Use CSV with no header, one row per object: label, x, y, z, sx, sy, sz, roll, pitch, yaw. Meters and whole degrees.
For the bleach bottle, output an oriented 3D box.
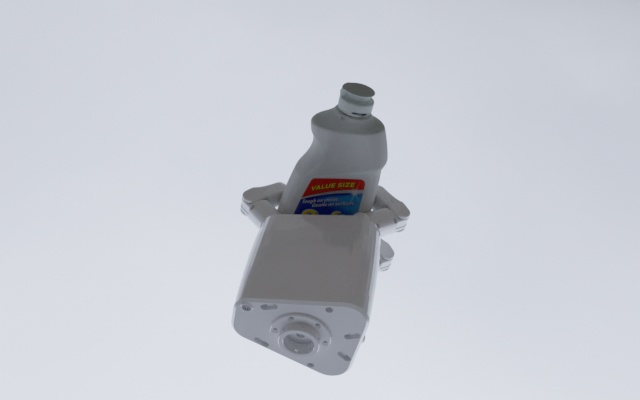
bleach bottle,0.000,0.002,0.480,0.102,0.251,0.068,14,36,0
